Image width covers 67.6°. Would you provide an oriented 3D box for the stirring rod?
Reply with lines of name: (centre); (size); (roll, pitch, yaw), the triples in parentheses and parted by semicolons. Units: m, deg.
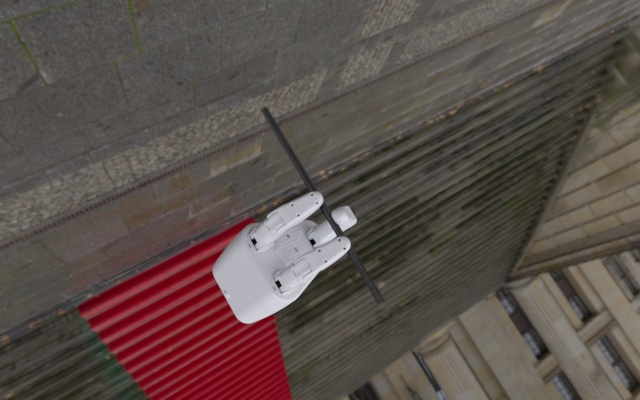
stirring rod: (0.000, 0.002, 0.502); (0.011, 0.239, 0.011); (-30, -9, -6)
